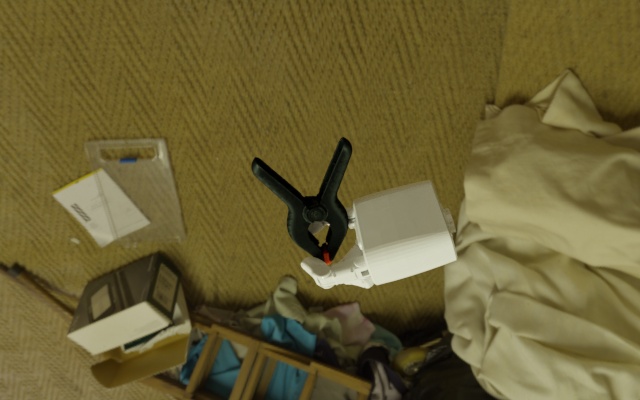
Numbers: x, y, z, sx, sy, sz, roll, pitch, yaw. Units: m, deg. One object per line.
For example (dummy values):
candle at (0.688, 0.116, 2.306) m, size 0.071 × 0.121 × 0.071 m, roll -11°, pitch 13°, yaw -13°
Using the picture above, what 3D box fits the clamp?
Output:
clamp at (0.000, 0.002, 0.596) m, size 0.120 × 0.172 × 0.039 m, roll -17°, pitch 32°, yaw 10°
